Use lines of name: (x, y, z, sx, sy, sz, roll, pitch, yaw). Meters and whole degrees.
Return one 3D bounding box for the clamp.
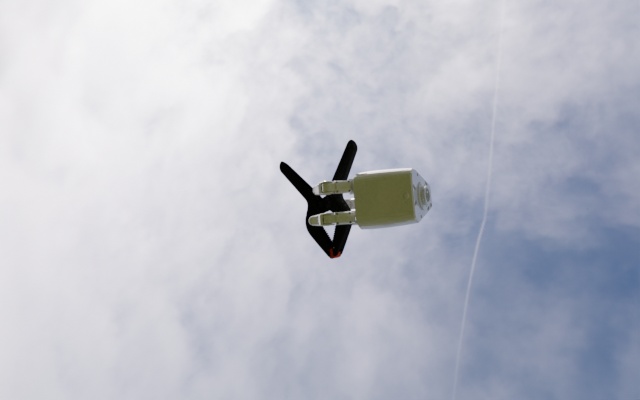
clamp: (0.001, 0.003, 0.886, 0.164, 0.210, 0.036, -7, -4, 30)
